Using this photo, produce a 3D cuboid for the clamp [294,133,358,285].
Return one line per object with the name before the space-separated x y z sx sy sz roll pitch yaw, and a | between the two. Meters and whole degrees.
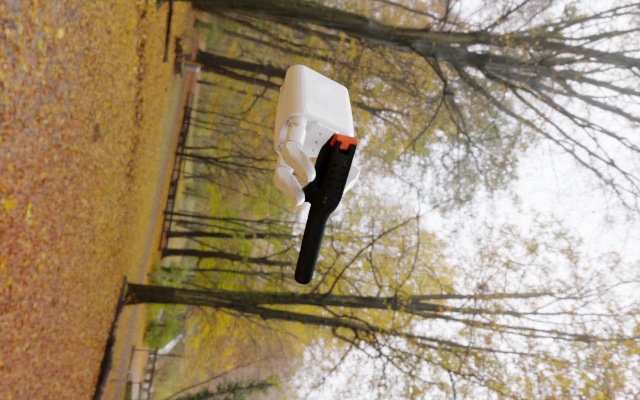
clamp | 0.001 0.002 0.628 0.036 0.164 0.210 10 -37 -15
